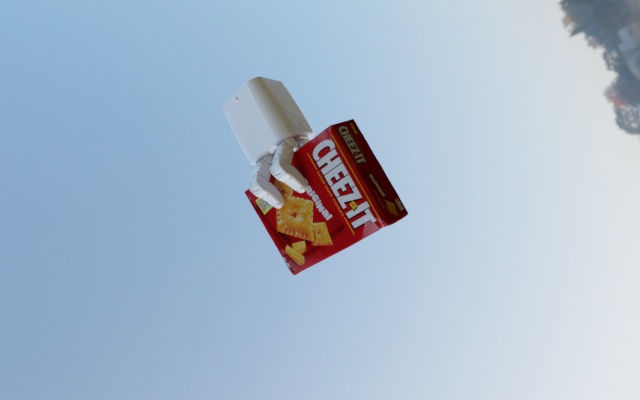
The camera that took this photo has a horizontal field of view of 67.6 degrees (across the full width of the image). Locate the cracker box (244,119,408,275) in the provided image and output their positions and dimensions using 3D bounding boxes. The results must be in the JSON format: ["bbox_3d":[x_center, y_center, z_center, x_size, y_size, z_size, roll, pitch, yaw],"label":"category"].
[{"bbox_3d":[0.000,0.002,0.736,0.214,0.164,0.072,-33,-4,39],"label":"cracker box"}]
